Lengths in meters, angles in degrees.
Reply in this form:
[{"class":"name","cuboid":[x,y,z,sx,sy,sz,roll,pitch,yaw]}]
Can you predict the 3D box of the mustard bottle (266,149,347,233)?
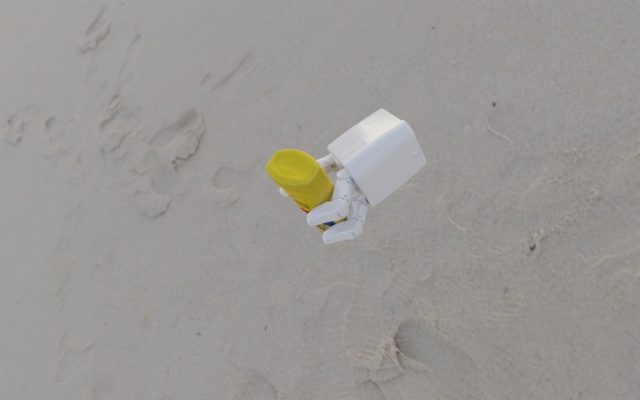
[{"class":"mustard bottle","cuboid":[0.000,0.002,0.725,0.096,0.058,0.192,22,-19,40]}]
